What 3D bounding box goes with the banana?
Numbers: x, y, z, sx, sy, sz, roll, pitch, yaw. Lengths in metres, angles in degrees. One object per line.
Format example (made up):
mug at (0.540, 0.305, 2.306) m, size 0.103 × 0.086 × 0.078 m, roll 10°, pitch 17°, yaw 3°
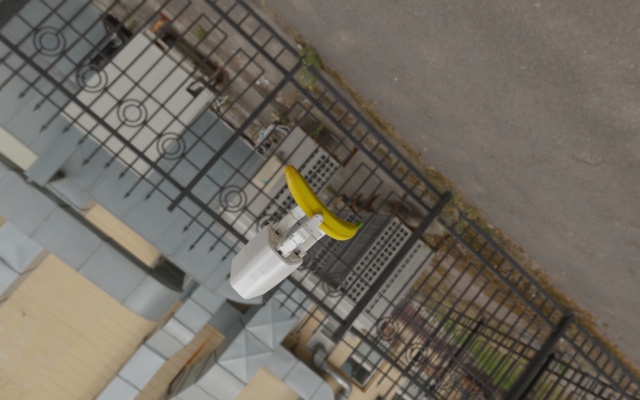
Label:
banana at (0.002, 0.017, 0.864) m, size 0.037 × 0.069 × 0.198 m, roll -34°, pitch -59°, yaw 28°
